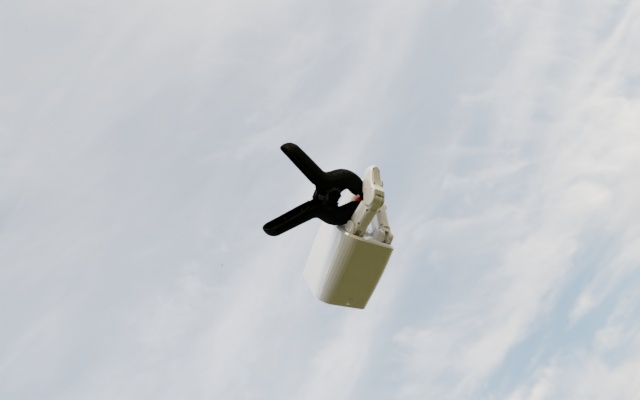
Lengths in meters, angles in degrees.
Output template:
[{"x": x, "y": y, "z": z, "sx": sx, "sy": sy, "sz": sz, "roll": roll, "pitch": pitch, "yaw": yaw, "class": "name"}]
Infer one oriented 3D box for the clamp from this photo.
[{"x": 0.000, "y": 0.002, "z": 0.642, "sx": 0.171, "sy": 0.120, "sz": 0.039, "roll": 18, "pitch": 11, "yaw": -35, "class": "clamp"}]
